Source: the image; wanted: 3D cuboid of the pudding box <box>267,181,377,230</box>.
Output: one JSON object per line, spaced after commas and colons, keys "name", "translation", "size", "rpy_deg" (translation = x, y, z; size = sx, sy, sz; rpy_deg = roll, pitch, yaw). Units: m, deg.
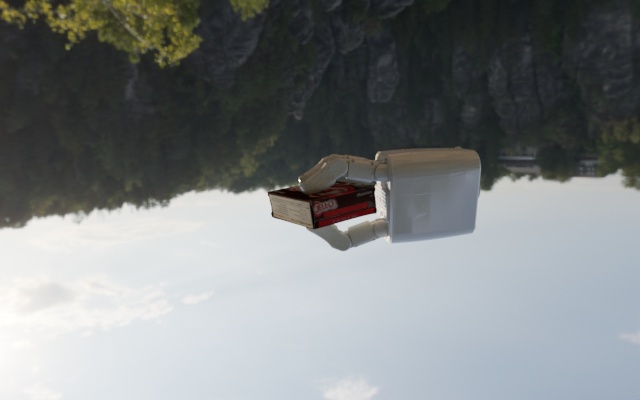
{"name": "pudding box", "translation": [0.000, 0.002, 0.583], "size": [0.090, 0.039, 0.113], "rpy_deg": [-12, 10, -30]}
